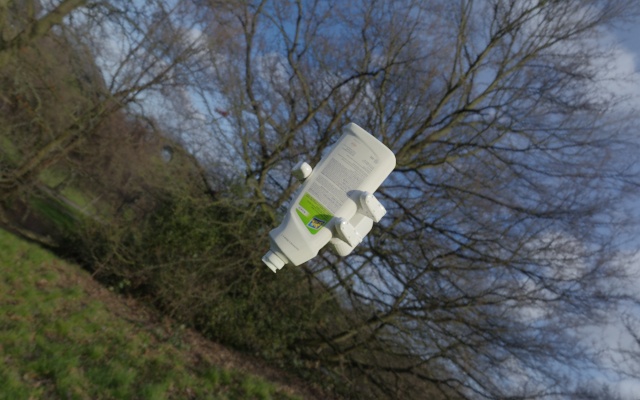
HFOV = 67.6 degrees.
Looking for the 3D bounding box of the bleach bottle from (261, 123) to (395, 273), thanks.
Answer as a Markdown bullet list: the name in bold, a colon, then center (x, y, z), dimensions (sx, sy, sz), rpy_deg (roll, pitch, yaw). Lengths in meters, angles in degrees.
- **bleach bottle**: center (0.000, 0.002, 0.735), dimensions (0.102, 0.251, 0.068), rpy_deg (40, -10, 19)
